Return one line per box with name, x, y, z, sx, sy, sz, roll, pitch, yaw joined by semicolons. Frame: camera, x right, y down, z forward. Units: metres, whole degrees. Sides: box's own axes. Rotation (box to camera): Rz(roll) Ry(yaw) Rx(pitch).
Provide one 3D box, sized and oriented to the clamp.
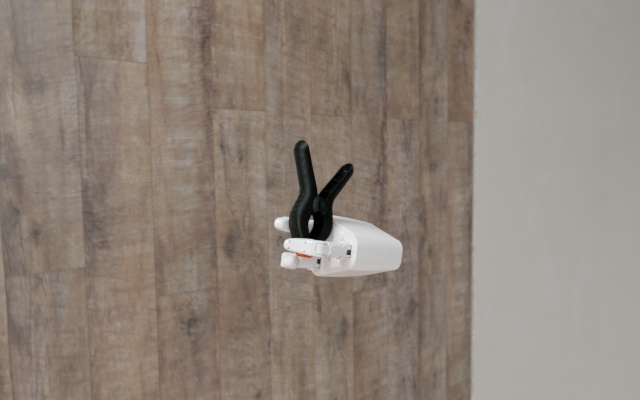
clamp;0.000;0.003;0.728;0.120;0.171;0.039;9;-2;-37
